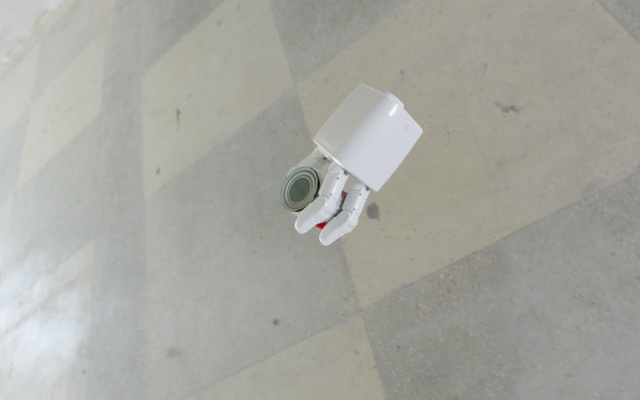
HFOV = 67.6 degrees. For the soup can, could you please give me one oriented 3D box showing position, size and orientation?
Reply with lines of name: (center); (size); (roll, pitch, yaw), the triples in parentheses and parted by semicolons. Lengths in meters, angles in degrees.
soup can: (0.000, 0.002, 0.675); (0.068, 0.068, 0.102); (0, -21, 39)
